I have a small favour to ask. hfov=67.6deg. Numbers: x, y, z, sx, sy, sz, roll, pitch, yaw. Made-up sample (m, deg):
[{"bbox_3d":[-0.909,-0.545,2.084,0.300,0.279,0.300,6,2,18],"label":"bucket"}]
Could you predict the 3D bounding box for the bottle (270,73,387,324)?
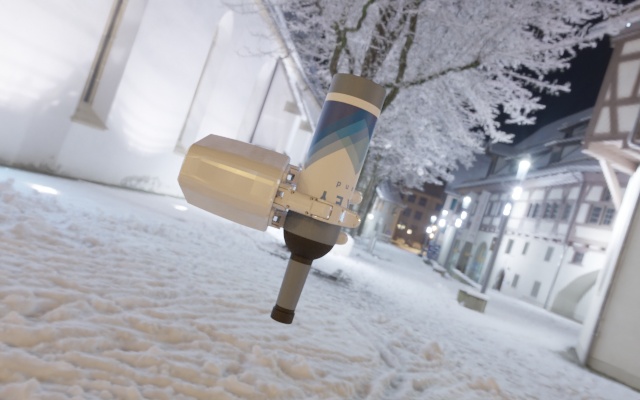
[{"bbox_3d":[0.000,0.002,0.565,0.069,0.295,0.069,19,0,0],"label":"bottle"}]
